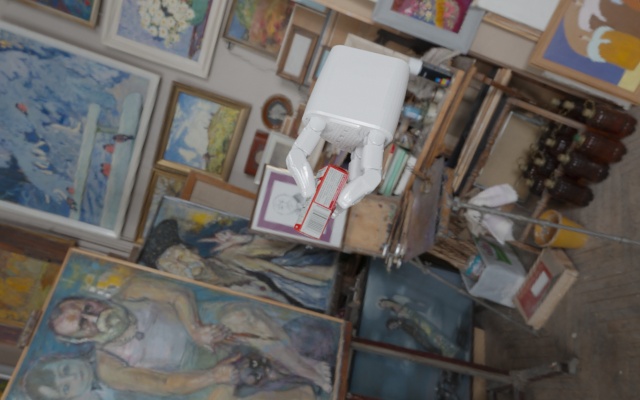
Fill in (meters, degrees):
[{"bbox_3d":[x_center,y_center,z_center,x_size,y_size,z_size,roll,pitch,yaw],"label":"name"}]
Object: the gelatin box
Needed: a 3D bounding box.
[{"bbox_3d":[0.000,0.002,0.588,0.030,0.089,0.073,25,-5,-8],"label":"gelatin box"}]
